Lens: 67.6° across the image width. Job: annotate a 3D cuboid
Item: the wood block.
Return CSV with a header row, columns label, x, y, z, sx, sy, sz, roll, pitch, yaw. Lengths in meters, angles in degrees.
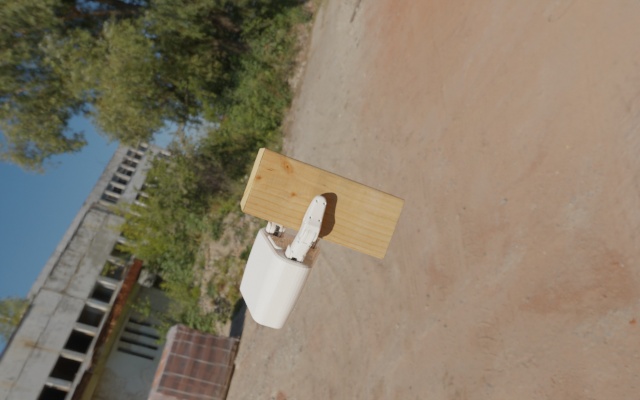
label,x,y,z,sx,sy,sz,roll,pitch,yaw
wood block,0.000,0.003,0.680,0.206,0.090,0.091,19,3,-13
